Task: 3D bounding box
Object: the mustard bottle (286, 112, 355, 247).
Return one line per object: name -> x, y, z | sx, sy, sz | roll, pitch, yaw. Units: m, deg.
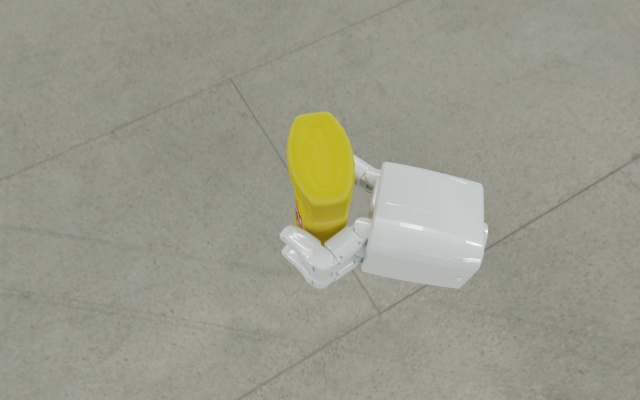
mustard bottle -> 0.000, 0.001, 0.491 | 0.058, 0.096, 0.192 | -10, -25, -5
